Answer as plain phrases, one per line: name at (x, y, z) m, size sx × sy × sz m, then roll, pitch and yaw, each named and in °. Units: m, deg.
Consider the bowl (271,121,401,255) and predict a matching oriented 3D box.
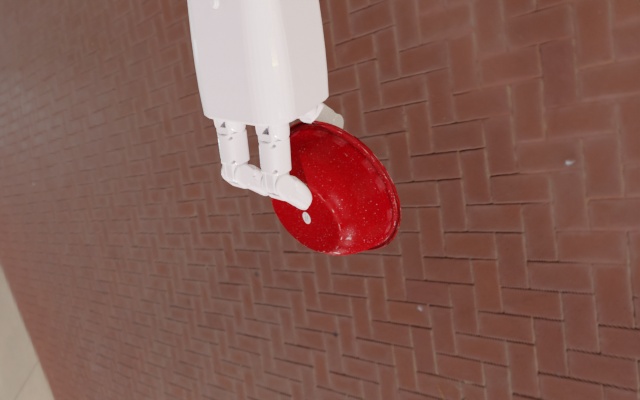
bowl at (0.000, 0.003, 0.495) m, size 0.162 × 0.162 × 0.055 m, roll 0°, pitch 33°, yaw 47°
